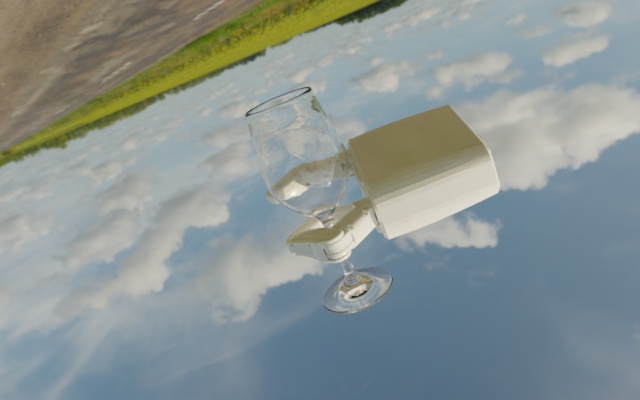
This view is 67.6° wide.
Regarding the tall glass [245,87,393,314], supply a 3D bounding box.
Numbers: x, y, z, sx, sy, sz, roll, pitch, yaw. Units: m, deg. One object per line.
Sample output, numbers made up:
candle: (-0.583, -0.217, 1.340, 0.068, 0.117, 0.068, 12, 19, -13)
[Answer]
tall glass: (0.000, 0.002, 0.439, 0.079, 0.201, 0.079, -21, 19, 8)
